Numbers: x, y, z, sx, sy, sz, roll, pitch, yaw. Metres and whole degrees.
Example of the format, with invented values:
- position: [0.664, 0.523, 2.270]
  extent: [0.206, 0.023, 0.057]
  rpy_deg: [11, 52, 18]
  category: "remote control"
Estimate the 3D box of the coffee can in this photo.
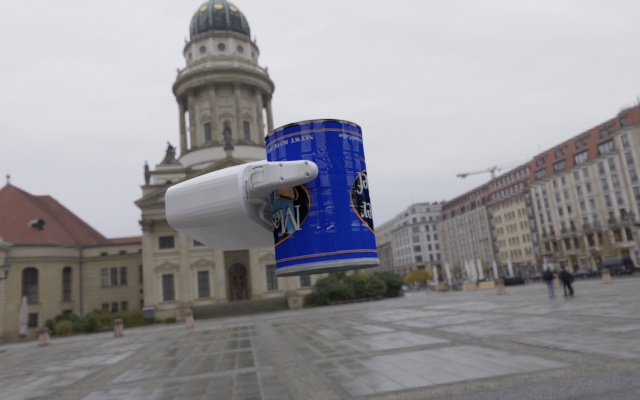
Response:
- position: [0.000, 0.002, 0.482]
  extent: [0.103, 0.140, 0.103]
  rpy_deg: [-6, -11, -1]
  category: "coffee can"
